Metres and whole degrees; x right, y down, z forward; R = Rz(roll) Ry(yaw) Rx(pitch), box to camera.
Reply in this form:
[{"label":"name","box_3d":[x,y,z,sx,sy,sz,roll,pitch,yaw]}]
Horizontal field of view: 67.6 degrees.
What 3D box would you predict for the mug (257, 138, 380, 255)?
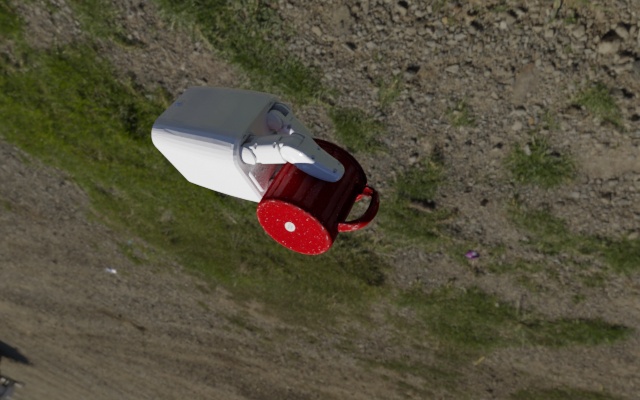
[{"label":"mug","box_3d":[0.001,0.002,0.470,0.117,0.081,0.093,12,-38,24]}]
